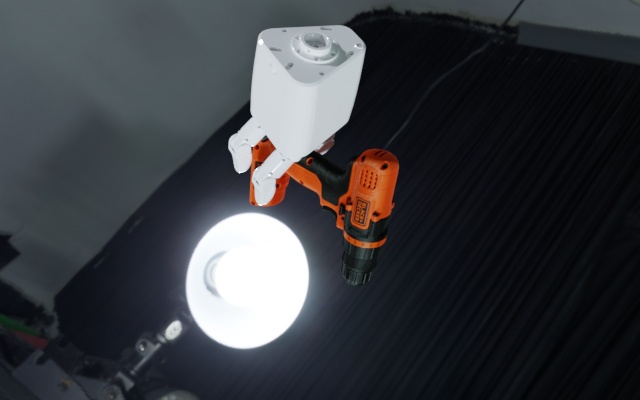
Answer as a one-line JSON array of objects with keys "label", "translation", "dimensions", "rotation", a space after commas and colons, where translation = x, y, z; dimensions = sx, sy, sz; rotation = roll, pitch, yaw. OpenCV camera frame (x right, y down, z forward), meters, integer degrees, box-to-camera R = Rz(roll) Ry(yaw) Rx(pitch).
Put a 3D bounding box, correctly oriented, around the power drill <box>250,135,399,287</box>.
[{"label": "power drill", "translation": [0.000, 0.002, 0.597], "dimensions": [0.187, 0.184, 0.057], "rotation": [23, 31, 24]}]
